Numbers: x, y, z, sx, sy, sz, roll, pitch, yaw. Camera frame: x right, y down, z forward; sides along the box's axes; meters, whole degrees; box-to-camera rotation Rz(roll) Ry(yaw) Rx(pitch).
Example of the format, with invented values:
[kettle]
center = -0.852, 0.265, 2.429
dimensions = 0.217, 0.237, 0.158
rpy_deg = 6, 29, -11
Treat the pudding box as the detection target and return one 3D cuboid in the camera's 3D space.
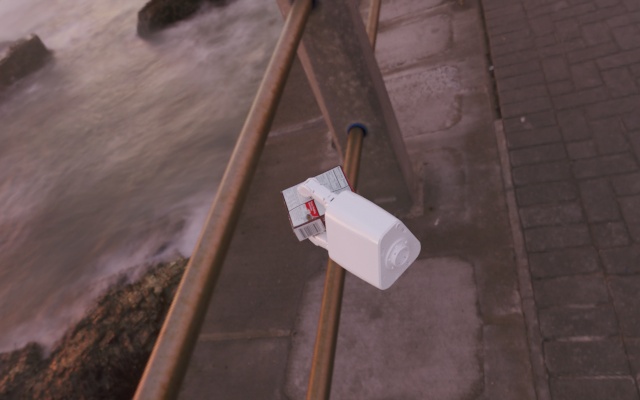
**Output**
[pudding box]
center = 0.000, 0.002, 0.772
dimensions = 0.113, 0.090, 0.039
rpy_deg = -23, -44, 1
